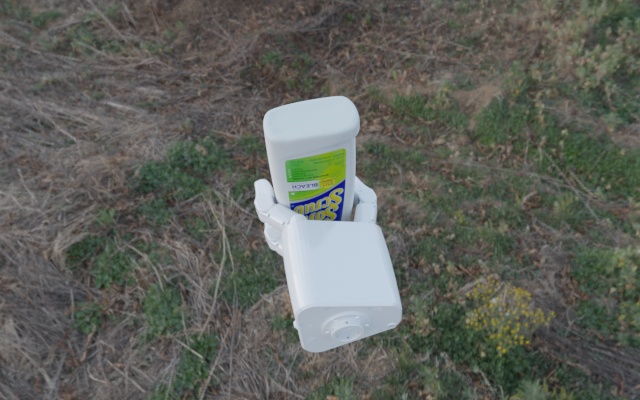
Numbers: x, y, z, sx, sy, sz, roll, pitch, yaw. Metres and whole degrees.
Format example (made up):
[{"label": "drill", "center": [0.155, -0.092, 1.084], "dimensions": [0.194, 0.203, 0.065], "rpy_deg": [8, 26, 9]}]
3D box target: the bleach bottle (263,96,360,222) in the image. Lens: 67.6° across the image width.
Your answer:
[{"label": "bleach bottle", "center": [0.000, 0.002, 0.576], "dimensions": [0.102, 0.251, 0.068], "rpy_deg": [-10, 45, -2]}]
